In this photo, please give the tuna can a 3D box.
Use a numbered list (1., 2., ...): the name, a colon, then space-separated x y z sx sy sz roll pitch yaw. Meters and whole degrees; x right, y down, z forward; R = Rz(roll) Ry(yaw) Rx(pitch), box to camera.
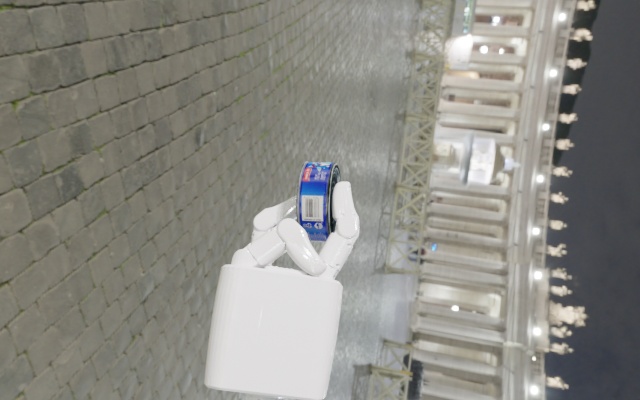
1. tuna can: 0.001 0.002 0.507 0.034 0.086 0.086 2 0 11
